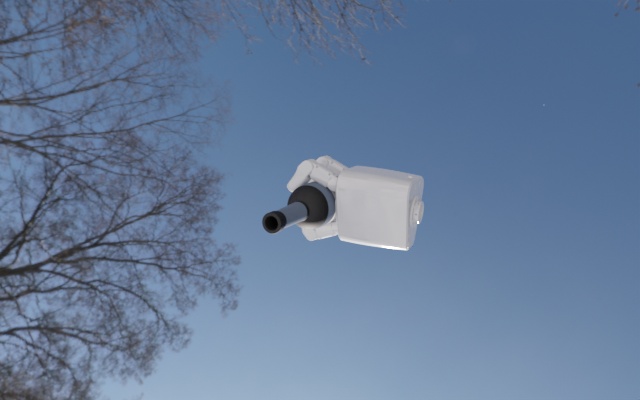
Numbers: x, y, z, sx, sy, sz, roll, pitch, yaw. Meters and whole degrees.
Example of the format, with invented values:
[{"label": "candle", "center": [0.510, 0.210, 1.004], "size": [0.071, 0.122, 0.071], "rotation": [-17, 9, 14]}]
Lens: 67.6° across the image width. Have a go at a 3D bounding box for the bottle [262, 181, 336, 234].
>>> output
[{"label": "bottle", "center": [0.000, 0.002, 0.724], "size": [0.069, 0.069, 0.295], "rotation": [0, 10, 25]}]
